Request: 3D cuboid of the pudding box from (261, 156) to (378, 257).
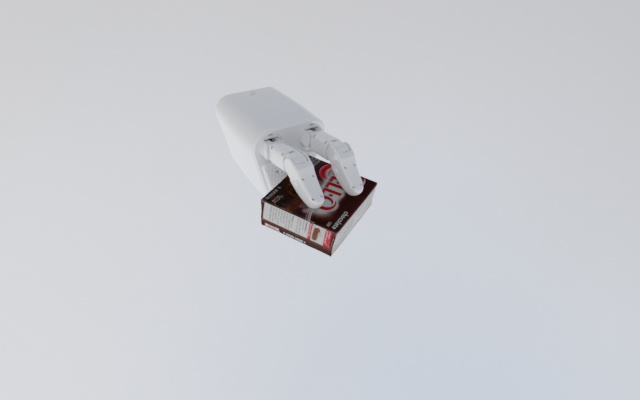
[{"bbox_3d":[0.000,0.002,0.528,0.090,0.039,0.113,22,41,17],"label":"pudding box"}]
